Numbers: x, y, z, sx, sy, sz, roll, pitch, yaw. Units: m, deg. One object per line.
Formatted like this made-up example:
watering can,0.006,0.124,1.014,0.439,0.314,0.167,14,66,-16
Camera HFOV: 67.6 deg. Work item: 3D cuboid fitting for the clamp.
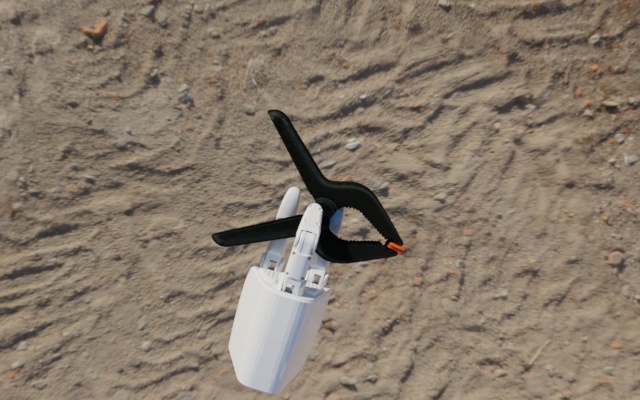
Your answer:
clamp,0.001,0.002,0.535,0.210,0.164,0.036,18,6,-2
